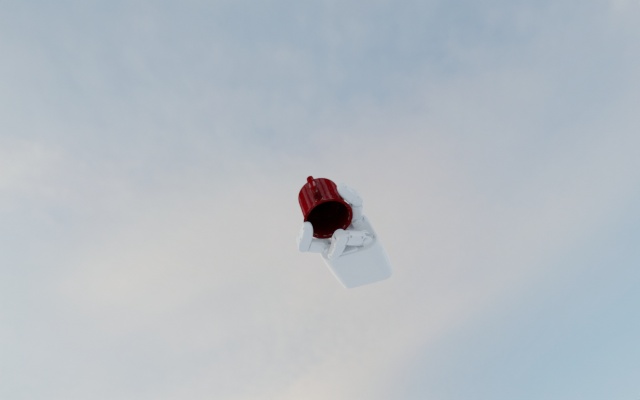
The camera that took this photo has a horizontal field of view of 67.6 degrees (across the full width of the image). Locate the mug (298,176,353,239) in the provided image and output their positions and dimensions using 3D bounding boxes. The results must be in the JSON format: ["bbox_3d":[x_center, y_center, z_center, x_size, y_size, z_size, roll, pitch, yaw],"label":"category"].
[{"bbox_3d":[-0.001,0.002,0.885,0.093,0.117,0.081,-27,39,3],"label":"mug"}]
